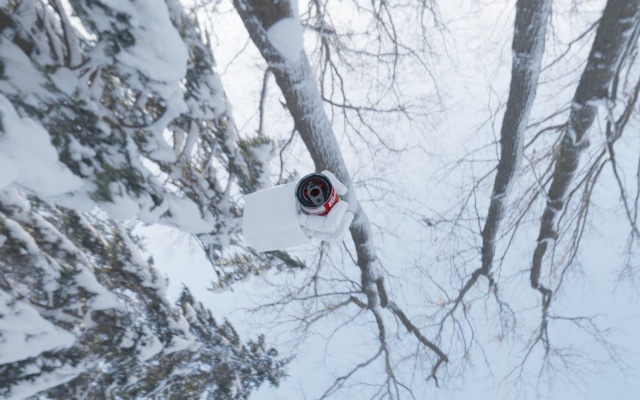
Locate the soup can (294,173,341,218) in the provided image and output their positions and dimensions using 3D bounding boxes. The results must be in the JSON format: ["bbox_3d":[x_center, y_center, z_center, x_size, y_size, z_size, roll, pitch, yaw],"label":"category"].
[{"bbox_3d":[0.001,0.003,0.863,0.068,0.068,0.102,0,-24,16],"label":"soup can"}]
